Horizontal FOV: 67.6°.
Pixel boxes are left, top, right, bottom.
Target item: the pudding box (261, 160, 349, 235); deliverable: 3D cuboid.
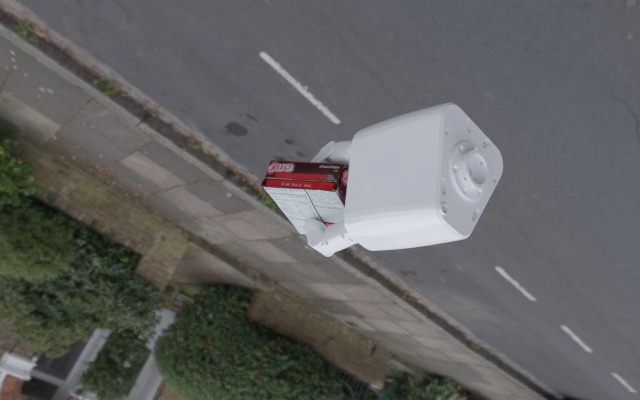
[{"bbox_3d":[0.000,0.002,0.522,0.090,0.039,0.114,6,-30,26],"label":"pudding box"}]
